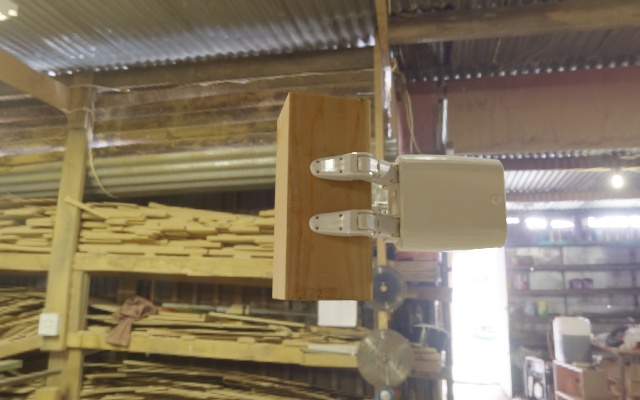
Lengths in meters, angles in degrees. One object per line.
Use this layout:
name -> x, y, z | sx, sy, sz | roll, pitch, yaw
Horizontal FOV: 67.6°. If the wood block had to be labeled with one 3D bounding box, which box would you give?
wood block -> 0.000, 0.002, 0.511 | 0.090, 0.206, 0.091 | 3, -11, -12
